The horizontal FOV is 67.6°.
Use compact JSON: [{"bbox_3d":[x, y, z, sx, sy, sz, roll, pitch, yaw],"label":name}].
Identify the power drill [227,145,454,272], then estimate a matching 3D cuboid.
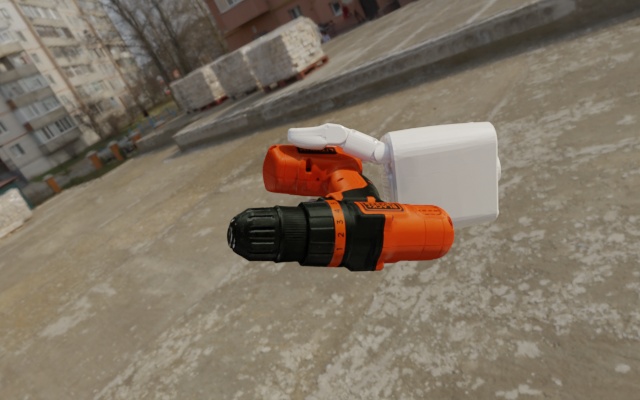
[{"bbox_3d":[0.000,0.001,0.436,0.184,0.057,0.187,3,23,-19],"label":"power drill"}]
